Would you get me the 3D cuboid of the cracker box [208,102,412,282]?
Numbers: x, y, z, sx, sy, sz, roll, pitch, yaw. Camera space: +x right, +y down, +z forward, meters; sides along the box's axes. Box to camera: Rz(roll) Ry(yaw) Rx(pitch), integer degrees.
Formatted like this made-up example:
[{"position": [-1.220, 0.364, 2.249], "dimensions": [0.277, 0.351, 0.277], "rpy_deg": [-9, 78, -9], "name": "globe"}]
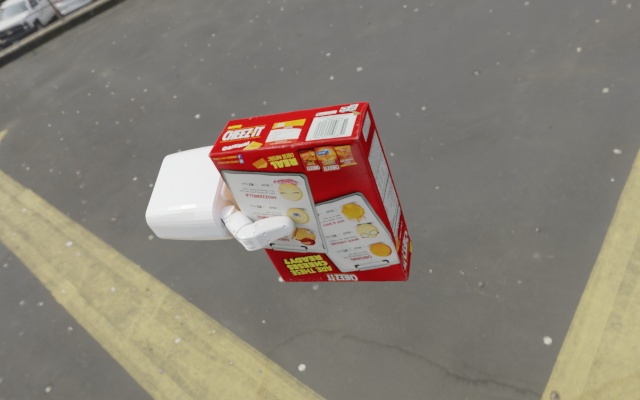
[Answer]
[{"position": [0.000, 0.002, 0.536], "dimensions": [0.164, 0.072, 0.214], "rpy_deg": [-4, -46, 23], "name": "cracker box"}]
